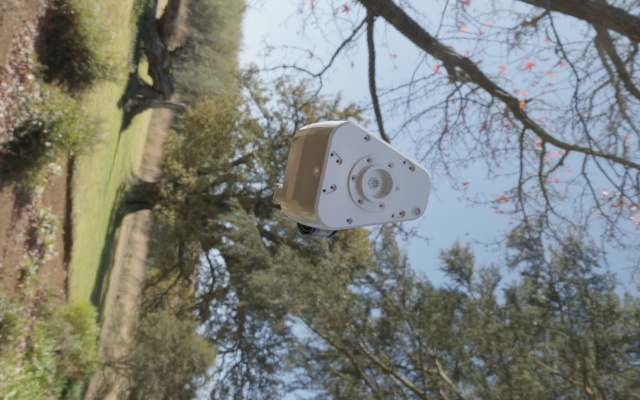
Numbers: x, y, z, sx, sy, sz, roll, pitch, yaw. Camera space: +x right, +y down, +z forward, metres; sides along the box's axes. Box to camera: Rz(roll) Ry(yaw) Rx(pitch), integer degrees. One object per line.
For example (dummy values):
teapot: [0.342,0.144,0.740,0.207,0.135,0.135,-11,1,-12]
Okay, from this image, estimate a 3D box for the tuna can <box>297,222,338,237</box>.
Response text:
tuna can: [0.001,0.002,0.587,0.034,0.086,0.086,9,-3,-22]
